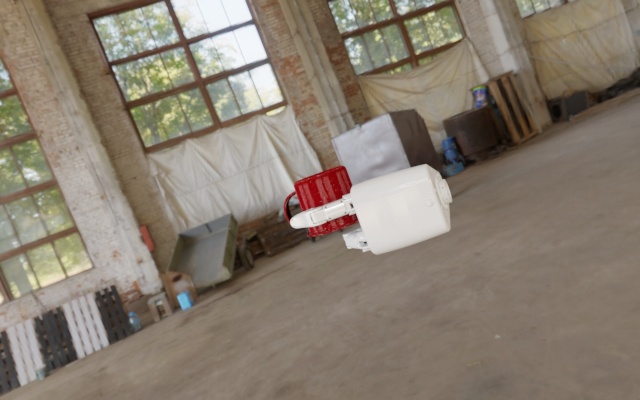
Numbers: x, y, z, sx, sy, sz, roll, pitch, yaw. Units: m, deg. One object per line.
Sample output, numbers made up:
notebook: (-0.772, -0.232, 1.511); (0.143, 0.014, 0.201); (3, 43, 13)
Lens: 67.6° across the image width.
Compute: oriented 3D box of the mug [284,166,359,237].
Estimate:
mug: (-0.001, 0.003, 0.703); (0.117, 0.081, 0.093); (-18, 5, 20)
